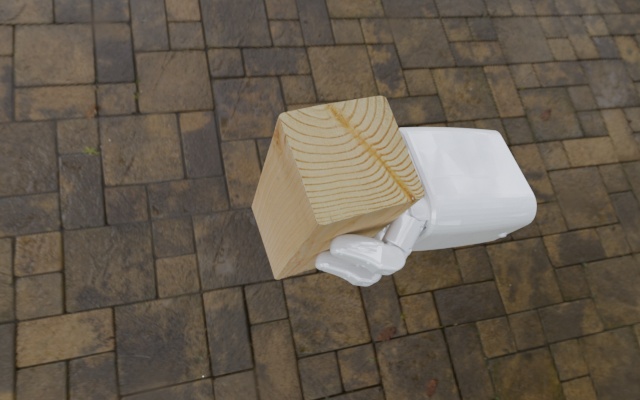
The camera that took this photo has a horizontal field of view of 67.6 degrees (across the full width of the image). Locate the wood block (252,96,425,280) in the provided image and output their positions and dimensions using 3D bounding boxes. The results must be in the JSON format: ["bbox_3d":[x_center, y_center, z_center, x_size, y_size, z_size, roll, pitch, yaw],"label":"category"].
[{"bbox_3d":[0.000,0.001,0.441,0.090,0.090,0.206,-14,-16,-18],"label":"wood block"}]
